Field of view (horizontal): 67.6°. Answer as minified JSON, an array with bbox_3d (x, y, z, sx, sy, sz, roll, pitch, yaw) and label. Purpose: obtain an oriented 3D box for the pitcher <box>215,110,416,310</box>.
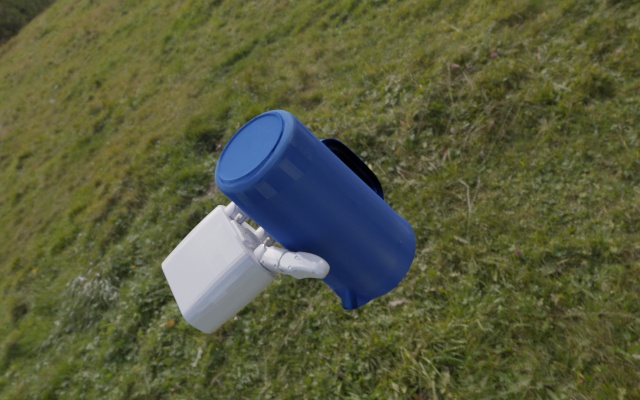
[{"bbox_3d":[0.000,0.002,0.562,0.243,0.145,0.149,43,6,-37],"label":"pitcher"}]
